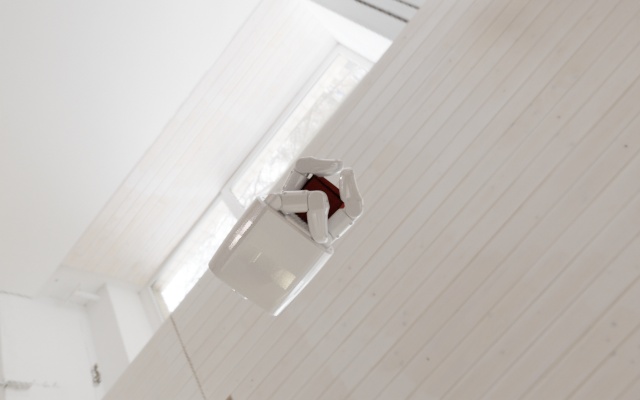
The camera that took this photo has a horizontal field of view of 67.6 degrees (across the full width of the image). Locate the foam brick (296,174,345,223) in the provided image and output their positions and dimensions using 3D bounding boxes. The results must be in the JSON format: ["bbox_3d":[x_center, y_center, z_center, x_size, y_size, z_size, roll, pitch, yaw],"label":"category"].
[{"bbox_3d":[0.000,0.002,0.614,0.053,0.051,0.078,39,7,6],"label":"foam brick"}]
